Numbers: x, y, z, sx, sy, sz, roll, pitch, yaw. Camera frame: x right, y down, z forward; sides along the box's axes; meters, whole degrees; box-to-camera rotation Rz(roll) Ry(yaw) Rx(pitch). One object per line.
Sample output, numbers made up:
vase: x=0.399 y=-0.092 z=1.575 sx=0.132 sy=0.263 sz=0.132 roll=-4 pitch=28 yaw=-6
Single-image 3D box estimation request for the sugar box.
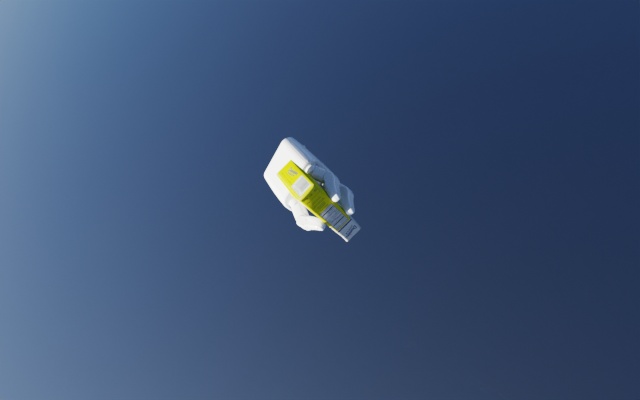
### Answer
sugar box: x=0.000 y=0.002 z=0.896 sx=0.176 sy=0.048 sz=0.093 roll=38 pitch=8 yaw=-46
